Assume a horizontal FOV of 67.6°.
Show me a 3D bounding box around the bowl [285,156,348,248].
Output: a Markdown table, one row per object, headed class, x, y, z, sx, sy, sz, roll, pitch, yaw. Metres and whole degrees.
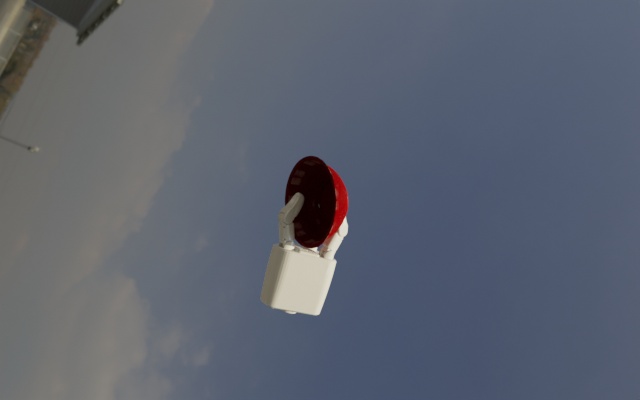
| class | x | y | z | sx | sy | sz | roll | pitch | yaw |
| --- | --- | --- | --- | --- | --- | --- | --- | --- | --- |
| bowl | 0.001 | 0.002 | 0.844 | 0.055 | 0.162 | 0.162 | 0 | 0 | -35 |
